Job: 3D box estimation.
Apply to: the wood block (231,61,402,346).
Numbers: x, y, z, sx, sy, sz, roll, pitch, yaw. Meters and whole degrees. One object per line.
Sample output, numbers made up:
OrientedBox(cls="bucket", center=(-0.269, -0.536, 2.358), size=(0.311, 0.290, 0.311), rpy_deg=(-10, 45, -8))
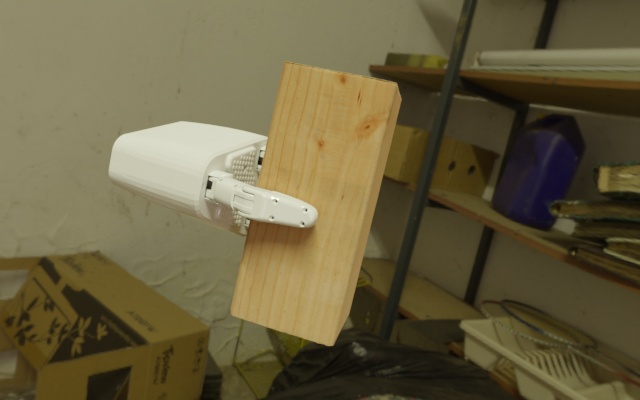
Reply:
OrientedBox(cls="wood block", center=(0.000, 0.001, 0.407), size=(0.090, 0.206, 0.091), rpy_deg=(14, 7, 12))
